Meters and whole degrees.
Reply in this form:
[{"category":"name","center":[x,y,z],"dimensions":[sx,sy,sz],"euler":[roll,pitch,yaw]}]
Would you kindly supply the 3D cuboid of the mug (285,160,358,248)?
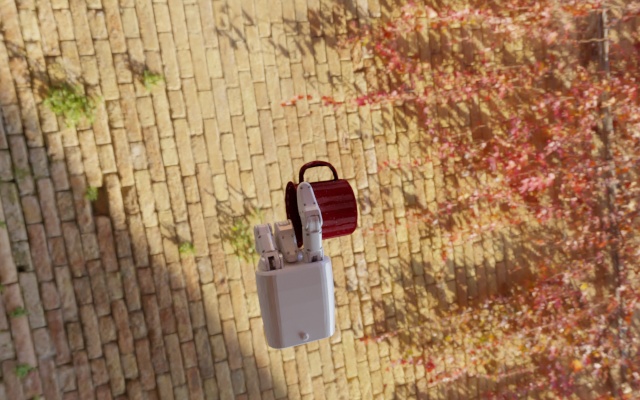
[{"category":"mug","center":[0.000,0.001,0.663],"dimensions":[0.081,0.117,0.093],"euler":[-8,12,-17]}]
